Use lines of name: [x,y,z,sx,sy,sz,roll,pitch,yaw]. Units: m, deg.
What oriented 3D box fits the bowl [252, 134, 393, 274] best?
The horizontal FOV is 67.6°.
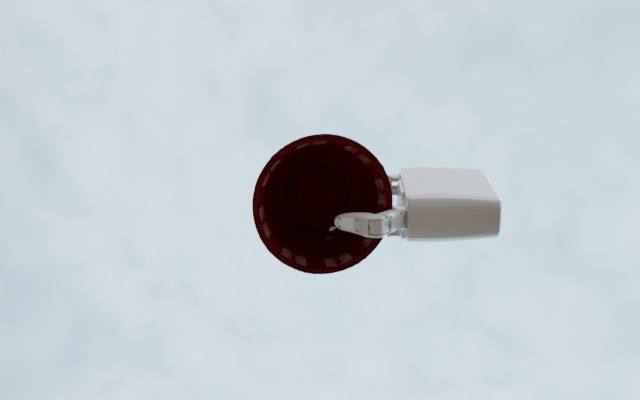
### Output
bowl: [-0.001,0.001,0.562,0.162,0.162,0.055,0,10,-10]
